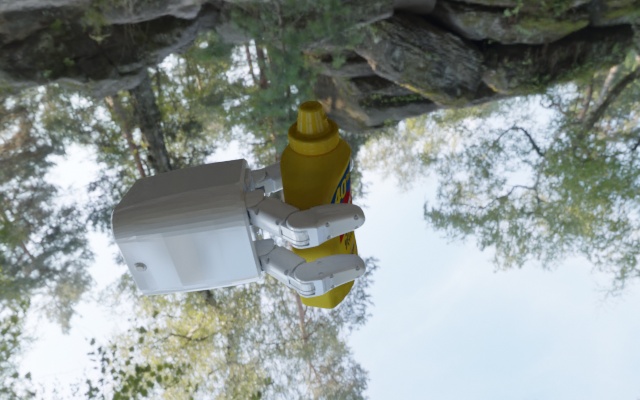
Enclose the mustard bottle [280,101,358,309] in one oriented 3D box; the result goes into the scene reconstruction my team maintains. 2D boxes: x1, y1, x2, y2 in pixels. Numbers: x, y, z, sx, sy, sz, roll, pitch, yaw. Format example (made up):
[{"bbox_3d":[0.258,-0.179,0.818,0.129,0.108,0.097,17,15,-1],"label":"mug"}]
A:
[{"bbox_3d":[0.000,0.002,0.426,0.058,0.192,0.096,6,40,16],"label":"mustard bottle"}]
